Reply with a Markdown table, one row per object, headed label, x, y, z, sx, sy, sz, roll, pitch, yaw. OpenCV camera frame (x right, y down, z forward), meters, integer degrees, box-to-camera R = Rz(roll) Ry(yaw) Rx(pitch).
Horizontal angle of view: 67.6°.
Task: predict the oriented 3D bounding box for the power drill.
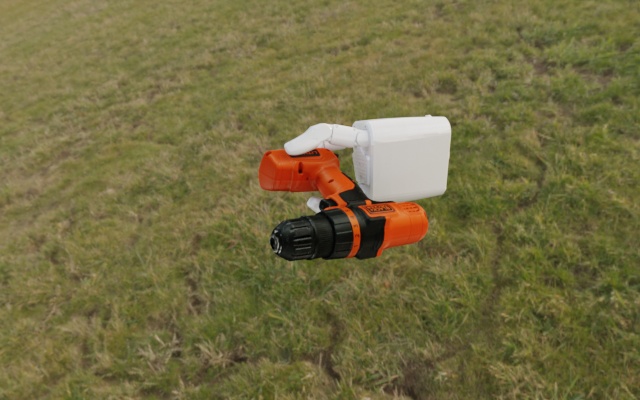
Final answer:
| label | x | y | z | sx | sy | sz | roll | pitch | yaw |
| --- | --- | --- | --- | --- | --- | --- | --- | --- | --- |
| power drill | 0.000 | 0.001 | 0.541 | 0.184 | 0.057 | 0.187 | -4 | 31 | -32 |
